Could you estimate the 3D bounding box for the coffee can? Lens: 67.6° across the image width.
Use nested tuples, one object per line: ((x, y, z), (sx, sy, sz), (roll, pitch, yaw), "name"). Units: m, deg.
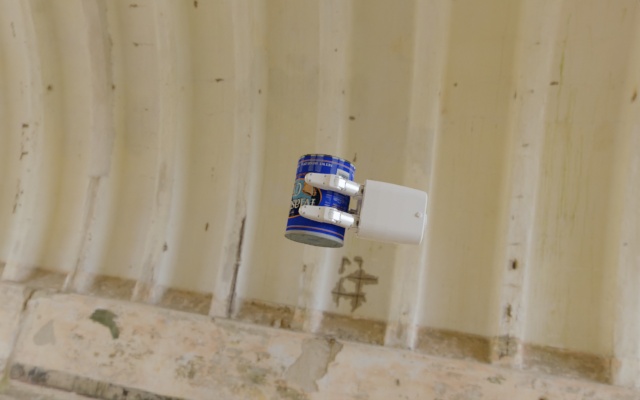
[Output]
((0.000, 0.003, 0.827), (0.103, 0.140, 0.103), (9, -14, 2), "coffee can")
